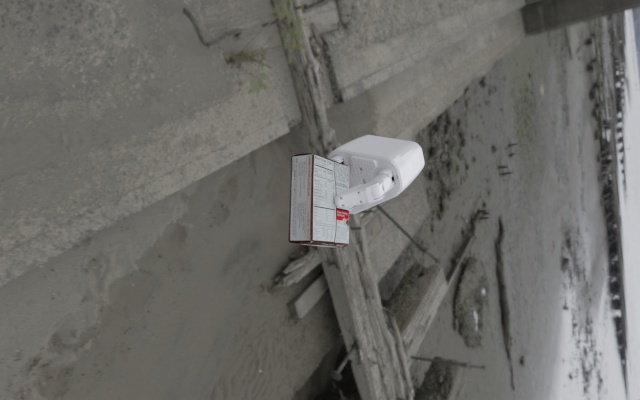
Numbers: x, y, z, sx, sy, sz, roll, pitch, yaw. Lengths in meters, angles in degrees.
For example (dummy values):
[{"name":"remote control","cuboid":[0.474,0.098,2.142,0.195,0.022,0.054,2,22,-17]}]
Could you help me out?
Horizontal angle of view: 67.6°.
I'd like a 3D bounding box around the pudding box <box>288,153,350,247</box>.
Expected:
[{"name":"pudding box","cuboid":[0.000,0.002,0.612,0.039,0.113,0.090,-6,-11,34]}]
